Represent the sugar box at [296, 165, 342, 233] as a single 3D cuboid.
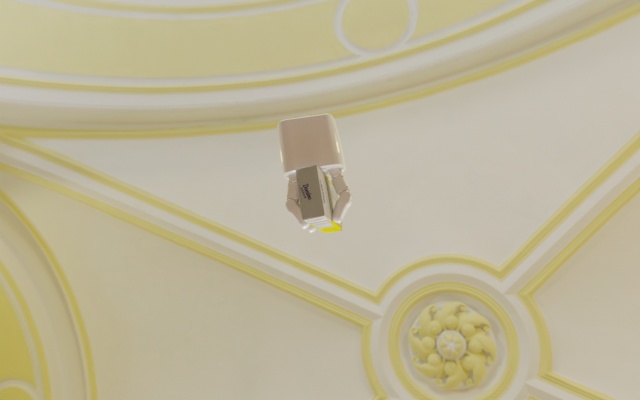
[{"bbox_3d":[0.000,0.003,0.883,0.048,0.093,0.176,-12,-14,13],"label":"sugar box"}]
